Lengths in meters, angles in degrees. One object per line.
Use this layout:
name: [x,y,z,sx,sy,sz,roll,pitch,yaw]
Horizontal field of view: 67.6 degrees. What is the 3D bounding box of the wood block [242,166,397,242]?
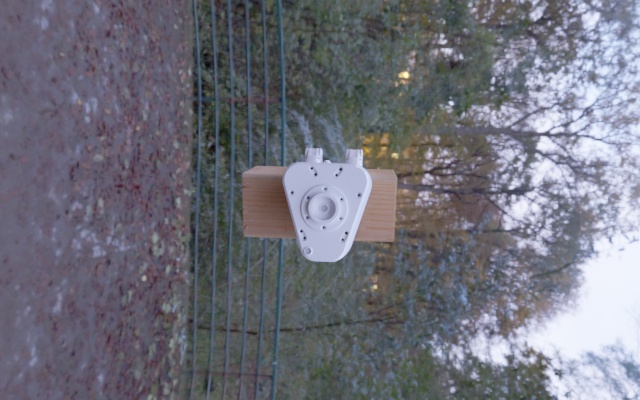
wood block: [0.000,0.003,0.679,0.206,0.091,0.090,2,11,4]
